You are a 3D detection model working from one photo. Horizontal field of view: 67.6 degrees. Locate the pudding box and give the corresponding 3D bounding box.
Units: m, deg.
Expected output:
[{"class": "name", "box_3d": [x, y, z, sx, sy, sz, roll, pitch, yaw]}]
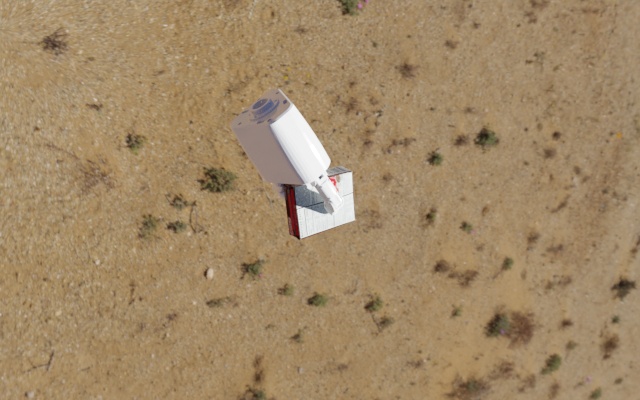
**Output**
[{"class": "pudding box", "box_3d": [0.000, 0.002, 0.756, 0.113, 0.090, 0.039, -16, 23, -28]}]
